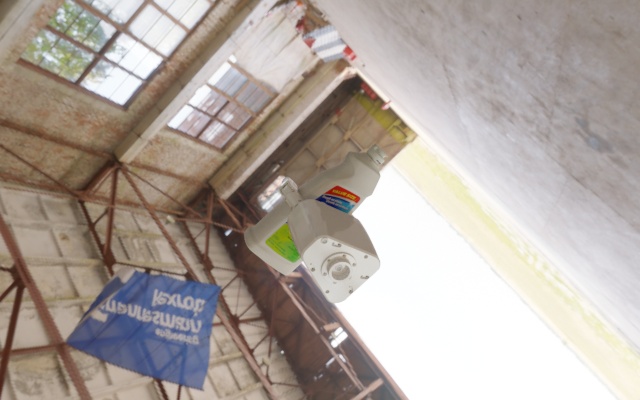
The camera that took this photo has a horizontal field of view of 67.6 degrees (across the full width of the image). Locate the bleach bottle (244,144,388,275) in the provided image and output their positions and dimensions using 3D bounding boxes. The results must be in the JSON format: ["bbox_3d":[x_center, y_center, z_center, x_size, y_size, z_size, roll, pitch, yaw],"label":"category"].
[{"bbox_3d":[0.000,0.003,0.759,0.102,0.251,0.068,41,11,-25],"label":"bleach bottle"}]
